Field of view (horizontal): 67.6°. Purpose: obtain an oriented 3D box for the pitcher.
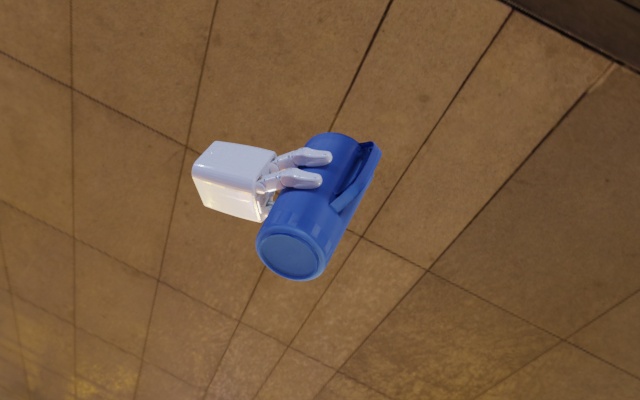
[{"bbox_3d":[0.000,0.002,0.749,0.145,0.149,0.242,15,42,11],"label":"pitcher"}]
